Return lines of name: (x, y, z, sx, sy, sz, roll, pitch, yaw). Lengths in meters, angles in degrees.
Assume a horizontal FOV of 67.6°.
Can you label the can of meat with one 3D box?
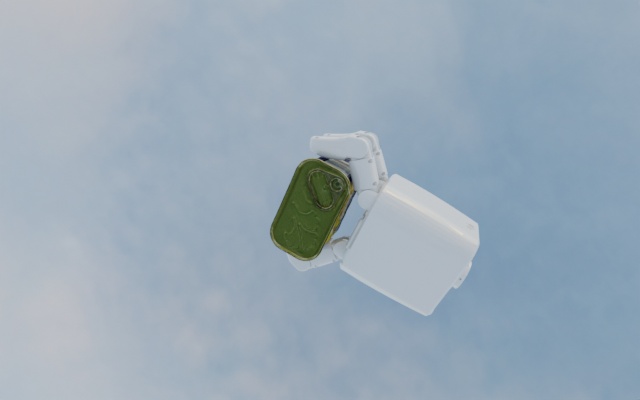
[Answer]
can of meat: (0.000, 0.002, 0.502, 0.057, 0.102, 0.084, 28, 19, 9)
